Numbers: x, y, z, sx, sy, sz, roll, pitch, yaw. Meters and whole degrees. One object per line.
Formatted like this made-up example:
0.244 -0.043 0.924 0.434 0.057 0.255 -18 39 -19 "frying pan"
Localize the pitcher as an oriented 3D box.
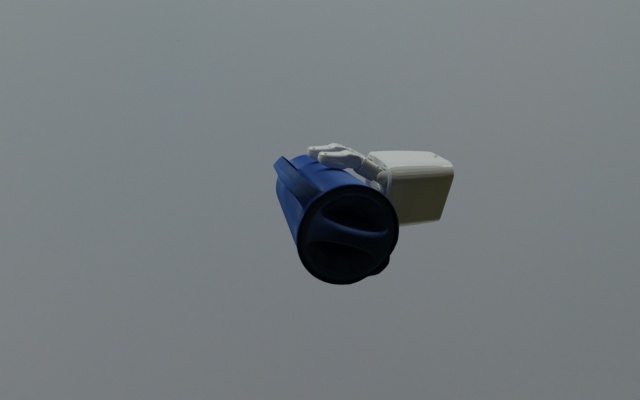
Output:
0.000 0.002 0.687 0.145 0.149 0.242 -4 19 -14 "pitcher"
